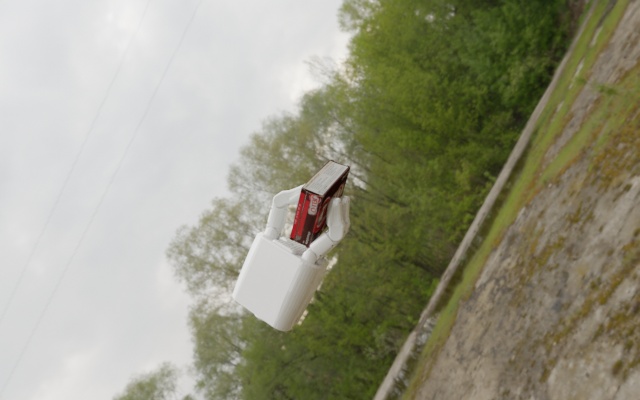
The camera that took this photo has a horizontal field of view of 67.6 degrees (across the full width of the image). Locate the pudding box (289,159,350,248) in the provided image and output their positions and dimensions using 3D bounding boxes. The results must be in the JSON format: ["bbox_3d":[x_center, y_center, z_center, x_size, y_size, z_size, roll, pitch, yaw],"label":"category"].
[{"bbox_3d":[0.000,0.002,0.694,0.039,0.090,0.113,23,33,10],"label":"pudding box"}]
